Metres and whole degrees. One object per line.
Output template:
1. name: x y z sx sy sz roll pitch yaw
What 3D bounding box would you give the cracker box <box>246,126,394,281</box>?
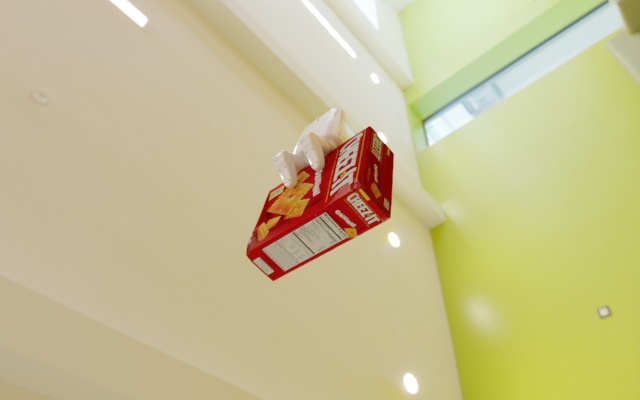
1. cracker box: 0.000 0.002 0.700 0.214 0.072 0.164 -32 25 28
